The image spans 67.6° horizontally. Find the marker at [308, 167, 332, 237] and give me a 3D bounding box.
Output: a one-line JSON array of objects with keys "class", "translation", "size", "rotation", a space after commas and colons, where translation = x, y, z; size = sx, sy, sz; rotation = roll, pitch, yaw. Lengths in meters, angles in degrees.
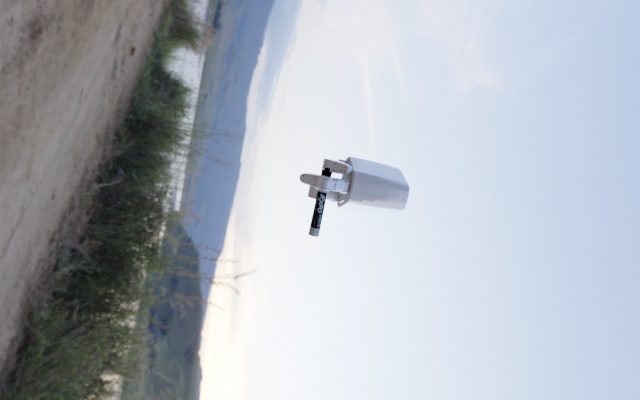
[{"class": "marker", "translation": [0.000, 0.003, 0.826], "size": [0.020, 0.121, 0.020], "rotation": [12, 8, -2]}]
